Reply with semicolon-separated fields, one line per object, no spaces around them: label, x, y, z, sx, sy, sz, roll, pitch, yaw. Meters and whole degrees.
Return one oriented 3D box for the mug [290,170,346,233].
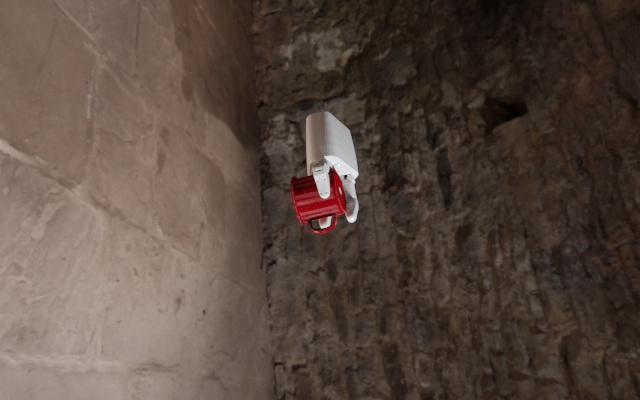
mug;0.000;0.004;0.870;0.081;0.117;0.093;-13;-25;13
